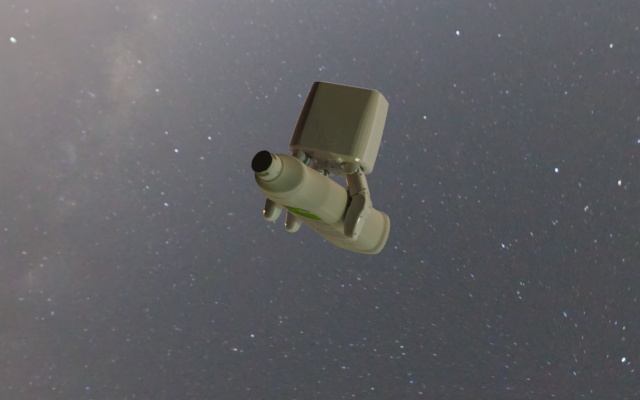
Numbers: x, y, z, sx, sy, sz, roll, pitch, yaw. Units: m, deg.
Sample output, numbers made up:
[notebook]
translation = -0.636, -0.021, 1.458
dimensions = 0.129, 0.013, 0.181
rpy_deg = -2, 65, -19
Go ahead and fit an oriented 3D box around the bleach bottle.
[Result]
[bleach bottle]
translation = 0.000, 0.002, 0.627
dimensions = 0.102, 0.068, 0.251
rpy_deg = 10, -16, 32
